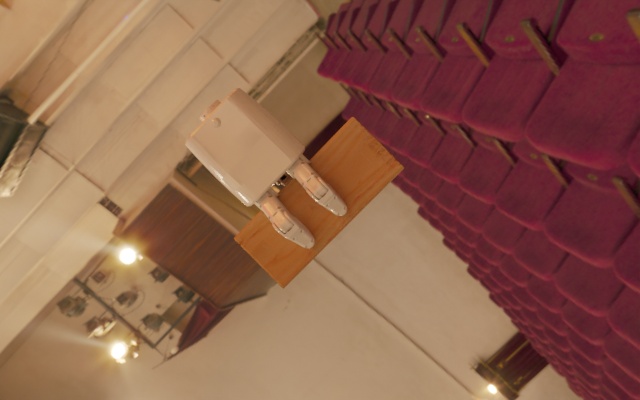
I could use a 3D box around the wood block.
[{"bbox_3d":[0.000,0.002,0.614,0.090,0.206,0.091,45,5,1],"label":"wood block"}]
